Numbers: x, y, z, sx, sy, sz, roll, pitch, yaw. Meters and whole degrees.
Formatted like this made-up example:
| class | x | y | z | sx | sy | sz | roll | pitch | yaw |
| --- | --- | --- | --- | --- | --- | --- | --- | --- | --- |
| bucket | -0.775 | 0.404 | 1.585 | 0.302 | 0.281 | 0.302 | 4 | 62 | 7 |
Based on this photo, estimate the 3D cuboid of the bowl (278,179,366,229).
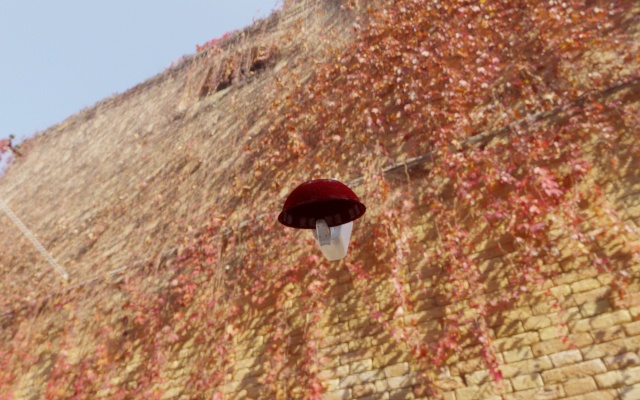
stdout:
| class | x | y | z | sx | sy | sz | roll | pitch | yaw |
| --- | --- | --- | --- | --- | --- | --- | --- | --- | --- |
| bowl | 0.000 | 0.002 | 0.874 | 0.162 | 0.055 | 0.162 | -6 | -20 | -2 |
